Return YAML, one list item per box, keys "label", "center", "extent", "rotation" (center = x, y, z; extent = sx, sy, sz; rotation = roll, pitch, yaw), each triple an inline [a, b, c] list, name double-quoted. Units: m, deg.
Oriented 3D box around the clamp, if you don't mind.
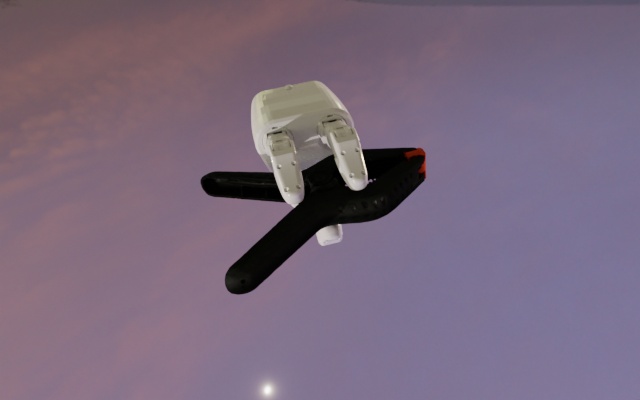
- label: "clamp"
  center: [0.001, 0.002, 0.417]
  extent: [0.210, 0.036, 0.164]
  rotation: [-13, 36, -5]
